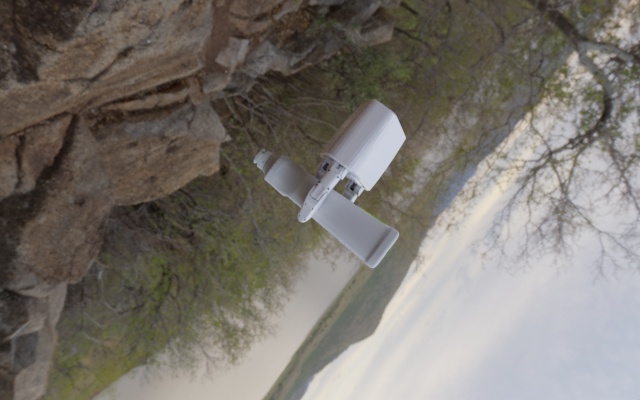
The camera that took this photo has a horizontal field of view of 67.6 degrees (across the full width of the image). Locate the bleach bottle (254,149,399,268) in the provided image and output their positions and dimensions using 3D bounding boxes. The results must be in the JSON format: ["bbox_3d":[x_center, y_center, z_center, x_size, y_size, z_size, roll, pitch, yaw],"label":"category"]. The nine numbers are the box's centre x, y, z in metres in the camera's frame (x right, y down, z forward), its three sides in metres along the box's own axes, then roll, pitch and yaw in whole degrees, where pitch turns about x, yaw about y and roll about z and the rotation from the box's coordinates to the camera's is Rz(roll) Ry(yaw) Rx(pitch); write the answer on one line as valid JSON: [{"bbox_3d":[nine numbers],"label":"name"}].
[{"bbox_3d":[0.000,0.002,0.737,0.251,0.068,0.102,37,-2,8],"label":"bleach bottle"}]
